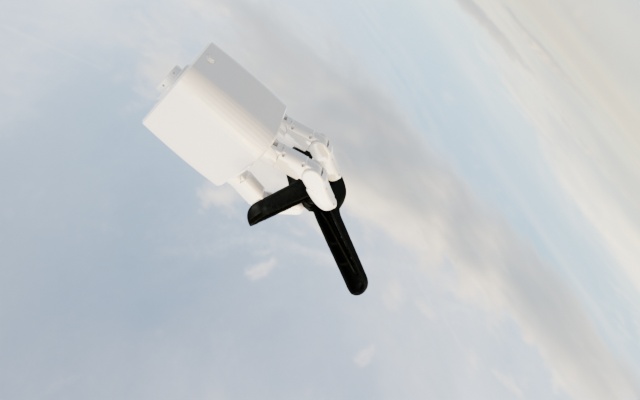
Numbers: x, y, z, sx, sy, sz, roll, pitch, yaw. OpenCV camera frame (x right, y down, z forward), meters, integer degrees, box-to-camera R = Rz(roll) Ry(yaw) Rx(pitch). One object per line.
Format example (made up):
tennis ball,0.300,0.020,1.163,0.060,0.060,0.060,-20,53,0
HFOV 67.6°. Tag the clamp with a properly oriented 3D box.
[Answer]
clamp,-0.001,0.002,0.559,0.036,0.165,0.209,-33,27,29
